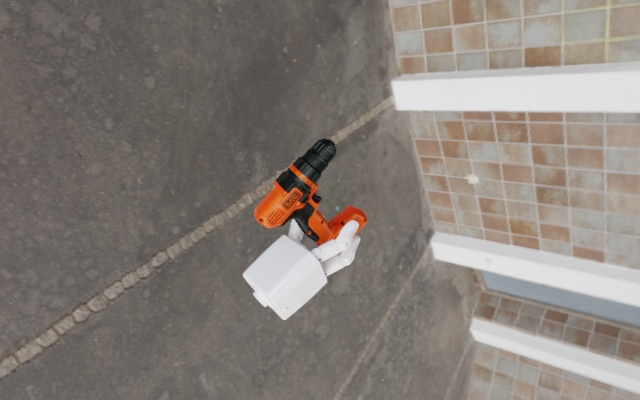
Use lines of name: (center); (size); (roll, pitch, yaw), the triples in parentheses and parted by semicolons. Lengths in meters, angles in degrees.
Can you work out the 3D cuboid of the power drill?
power drill: (0.000, 0.003, 0.847); (0.188, 0.184, 0.057); (40, 5, -36)
